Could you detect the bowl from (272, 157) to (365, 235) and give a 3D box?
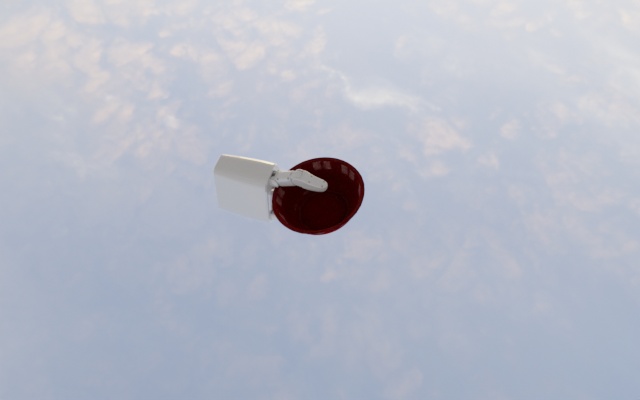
[{"bbox_3d":[0.001,0.003,0.827,0.162,0.162,0.055,0,-36,15],"label":"bowl"}]
